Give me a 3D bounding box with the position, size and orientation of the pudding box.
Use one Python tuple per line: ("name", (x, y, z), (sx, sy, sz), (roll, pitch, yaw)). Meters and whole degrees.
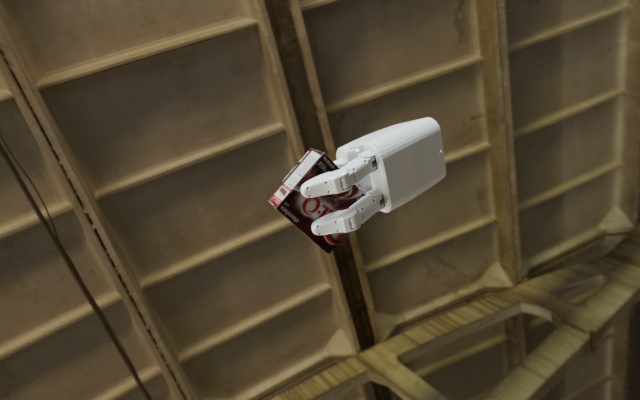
("pudding box", (0.000, 0.002, 0.607), (0.113, 0.090, 0.039), (43, -6, -34))
